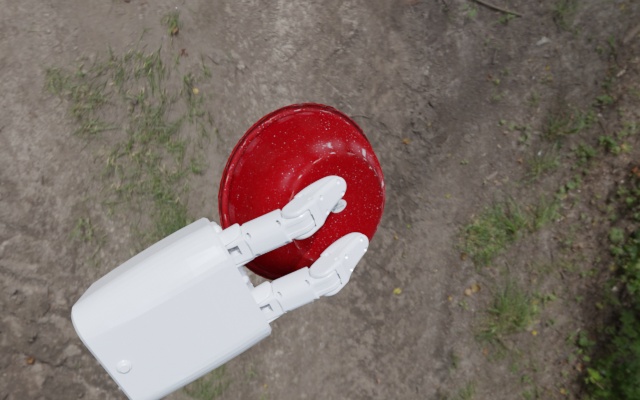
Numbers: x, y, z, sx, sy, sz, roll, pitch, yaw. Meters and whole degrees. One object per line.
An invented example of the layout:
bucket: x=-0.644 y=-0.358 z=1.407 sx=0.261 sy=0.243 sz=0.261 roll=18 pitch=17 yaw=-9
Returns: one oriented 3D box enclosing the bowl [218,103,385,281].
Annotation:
bowl: x=0.001 y=0.000 z=0.402 sx=0.162 sy=0.162 sz=0.055 roll=0 pitch=12 yaw=-33
